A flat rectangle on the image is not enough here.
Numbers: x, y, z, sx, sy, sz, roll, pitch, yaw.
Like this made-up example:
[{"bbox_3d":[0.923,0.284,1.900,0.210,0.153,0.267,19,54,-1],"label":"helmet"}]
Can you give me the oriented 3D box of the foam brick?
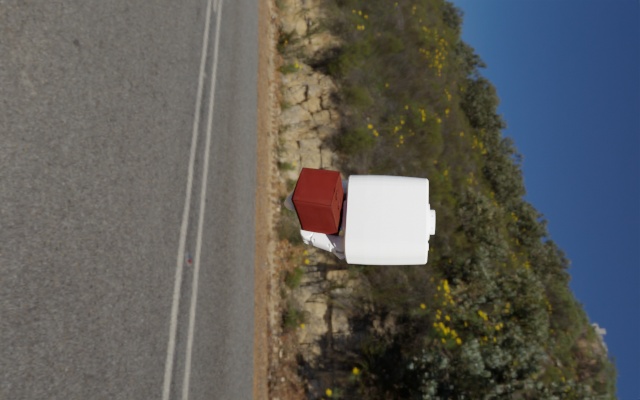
[{"bbox_3d":[0.000,0.002,0.614,0.051,0.053,0.078,8,-31,15],"label":"foam brick"}]
